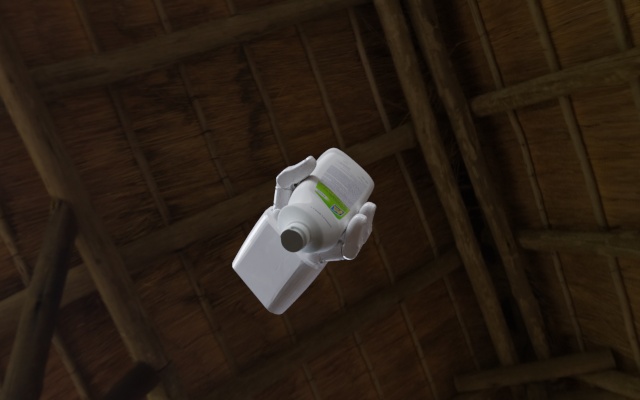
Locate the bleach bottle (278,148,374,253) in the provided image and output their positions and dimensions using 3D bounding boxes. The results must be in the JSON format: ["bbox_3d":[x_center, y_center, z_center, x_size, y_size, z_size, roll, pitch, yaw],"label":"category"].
[{"bbox_3d":[0.000,0.002,0.644,0.102,0.068,0.250,40,25,3],"label":"bleach bottle"}]
